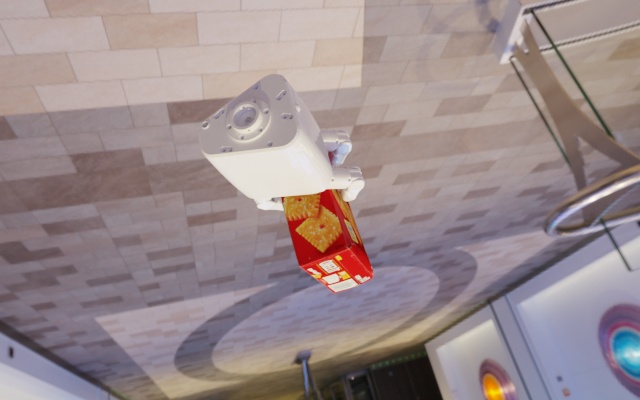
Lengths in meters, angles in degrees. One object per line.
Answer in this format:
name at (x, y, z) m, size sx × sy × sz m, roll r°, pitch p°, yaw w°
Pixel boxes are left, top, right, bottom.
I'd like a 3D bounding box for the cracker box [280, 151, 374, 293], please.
cracker box at (0.000, 0.002, 0.649) m, size 0.072 × 0.213 × 0.164 m, roll -20°, pitch -26°, yaw 9°
